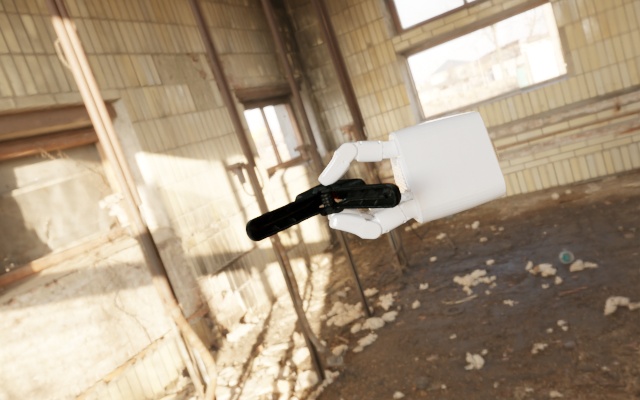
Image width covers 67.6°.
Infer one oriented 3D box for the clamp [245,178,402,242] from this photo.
[{"bbox_3d":[0.000,0.001,0.573,0.164,0.036,0.210,-14,7,1],"label":"clamp"}]
